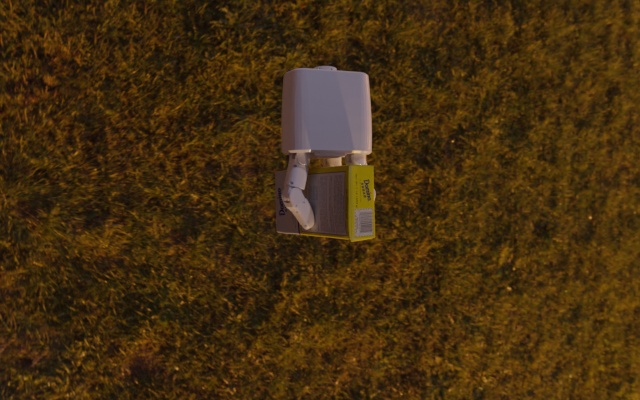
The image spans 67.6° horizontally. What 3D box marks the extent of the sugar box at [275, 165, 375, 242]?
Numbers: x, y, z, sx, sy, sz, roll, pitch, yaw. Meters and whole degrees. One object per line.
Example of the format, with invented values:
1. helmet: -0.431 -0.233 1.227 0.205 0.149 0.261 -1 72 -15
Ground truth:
1. sugar box: 0.001 0.002 0.647 0.048 0.093 0.176 -2 2 -33
